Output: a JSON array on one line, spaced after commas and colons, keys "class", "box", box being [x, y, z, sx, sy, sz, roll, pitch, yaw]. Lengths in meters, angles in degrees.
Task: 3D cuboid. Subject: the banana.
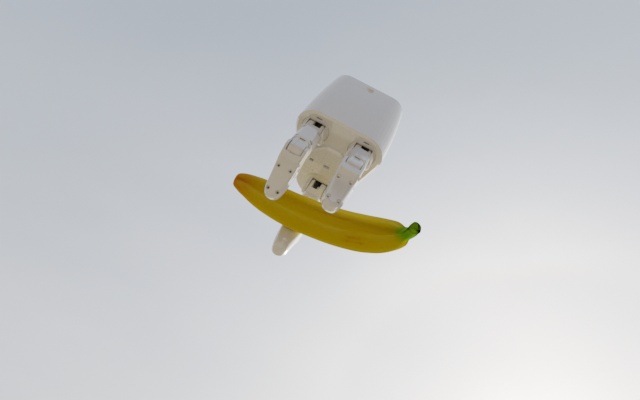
[{"class": "banana", "box": [0.006, 0.015, 0.473, 0.198, 0.037, 0.070, 14, -38, 23]}]
